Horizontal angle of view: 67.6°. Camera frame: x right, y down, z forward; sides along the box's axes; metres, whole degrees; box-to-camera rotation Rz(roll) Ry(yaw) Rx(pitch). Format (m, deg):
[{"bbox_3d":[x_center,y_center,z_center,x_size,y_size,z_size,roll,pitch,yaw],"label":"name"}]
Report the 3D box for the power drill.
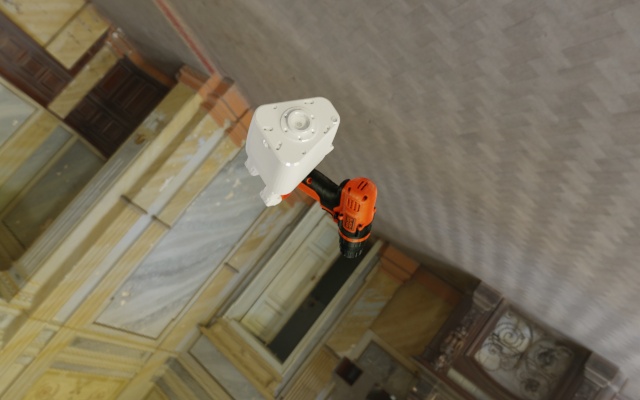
[{"bbox_3d":[0.000,0.002,0.773,0.187,0.057,0.185,28,-36,17],"label":"power drill"}]
